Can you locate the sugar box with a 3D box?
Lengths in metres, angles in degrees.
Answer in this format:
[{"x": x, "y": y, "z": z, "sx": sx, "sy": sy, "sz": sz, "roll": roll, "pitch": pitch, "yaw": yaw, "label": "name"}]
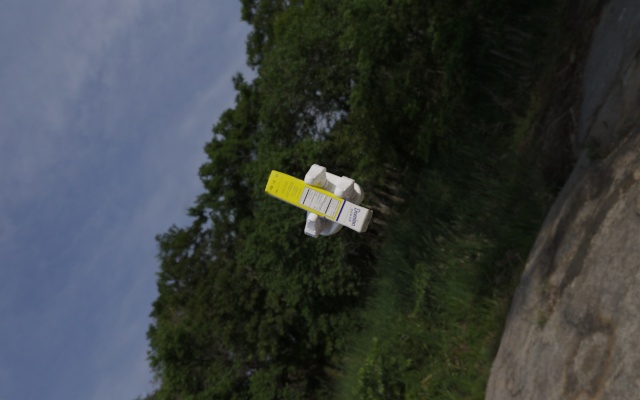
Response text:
[{"x": 0.000, "y": 0.002, "z": 0.820, "sx": 0.176, "sy": 0.048, "sz": 0.093, "roll": 20, "pitch": 1, "yaw": 11, "label": "sugar box"}]
